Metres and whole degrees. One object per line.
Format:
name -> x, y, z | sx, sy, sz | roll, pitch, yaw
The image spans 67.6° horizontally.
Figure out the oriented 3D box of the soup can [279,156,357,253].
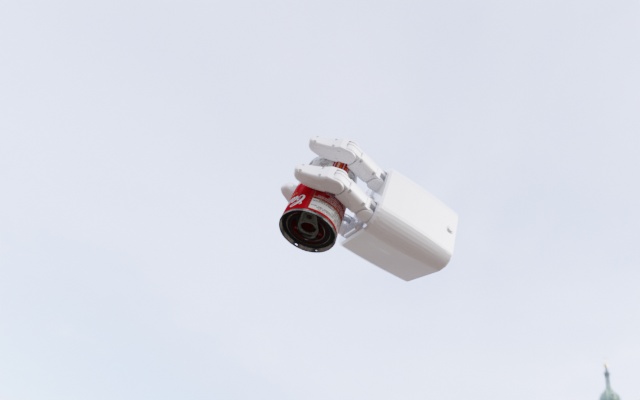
soup can -> 0.000, 0.001, 0.566 | 0.068, 0.068, 0.102 | 0, 42, 24
